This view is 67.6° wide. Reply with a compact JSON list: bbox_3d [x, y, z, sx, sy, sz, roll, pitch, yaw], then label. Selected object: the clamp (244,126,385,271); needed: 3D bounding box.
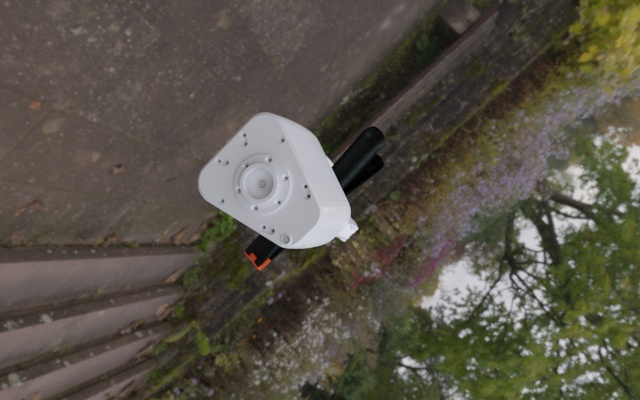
[{"bbox_3d":[0.000,0.003,0.564,0.210,0.036,0.164,-43,-10,9],"label":"clamp"}]
